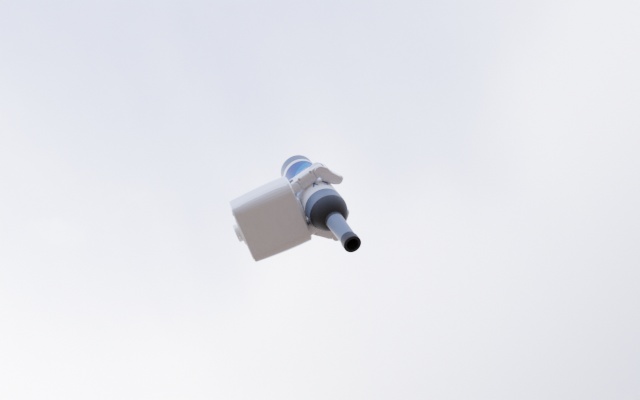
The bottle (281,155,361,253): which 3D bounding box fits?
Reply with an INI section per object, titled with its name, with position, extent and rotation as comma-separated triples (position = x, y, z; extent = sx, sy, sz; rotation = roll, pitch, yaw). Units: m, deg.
[bottle]
position = 0.000, 0.002, 0.810
extent = 0.069, 0.069, 0.295
rotation = 0, 24, -20
